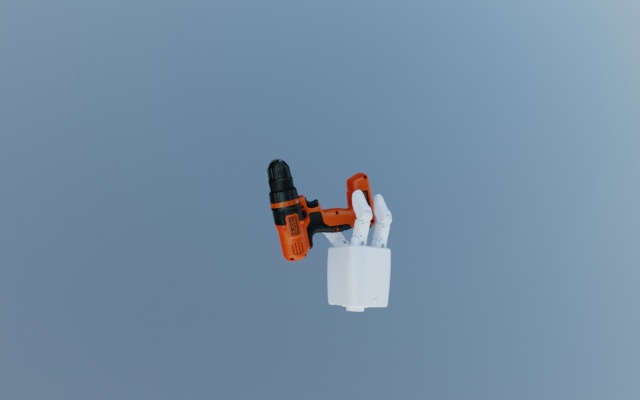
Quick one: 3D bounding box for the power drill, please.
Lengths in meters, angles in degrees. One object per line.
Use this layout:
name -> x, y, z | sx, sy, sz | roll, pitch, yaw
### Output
power drill -> 0.001, 0.003, 0.875 | 0.187, 0.184, 0.057 | -13, 9, -20
